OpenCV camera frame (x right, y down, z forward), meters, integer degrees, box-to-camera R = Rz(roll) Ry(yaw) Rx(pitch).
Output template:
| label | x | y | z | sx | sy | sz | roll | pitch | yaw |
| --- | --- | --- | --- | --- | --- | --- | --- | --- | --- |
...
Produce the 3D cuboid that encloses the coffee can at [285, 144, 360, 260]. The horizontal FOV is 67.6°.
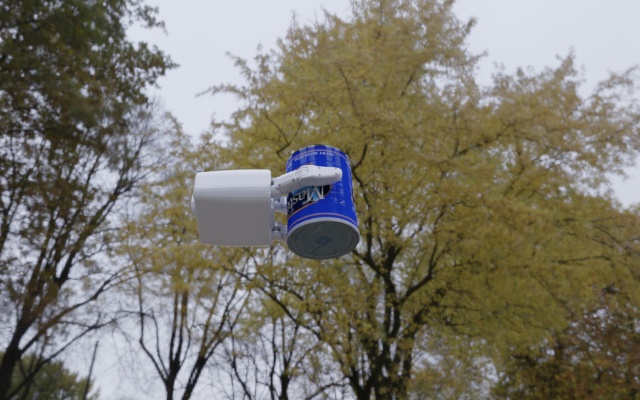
| label | x | y | z | sx | sy | sz | roll | pitch | yaw |
| --- | --- | --- | --- | --- | --- | --- | --- | --- | --- |
| coffee can | 0.000 | 0.002 | 0.710 | 0.103 | 0.140 | 0.103 | -3 | -37 | -2 |
